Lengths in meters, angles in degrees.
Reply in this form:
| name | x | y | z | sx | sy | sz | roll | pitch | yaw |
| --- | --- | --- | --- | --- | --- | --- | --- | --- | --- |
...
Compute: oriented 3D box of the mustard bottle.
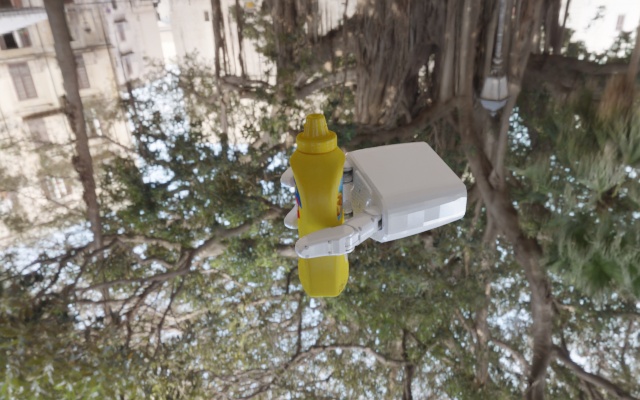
| name | x | y | z | sx | sy | sz | roll | pitch | yaw |
| --- | --- | --- | --- | --- | --- | --- | --- | --- | --- |
| mustard bottle | 0.000 | 0.002 | 0.513 | 0.058 | 0.192 | 0.096 | -1 | 27 | 3 |
